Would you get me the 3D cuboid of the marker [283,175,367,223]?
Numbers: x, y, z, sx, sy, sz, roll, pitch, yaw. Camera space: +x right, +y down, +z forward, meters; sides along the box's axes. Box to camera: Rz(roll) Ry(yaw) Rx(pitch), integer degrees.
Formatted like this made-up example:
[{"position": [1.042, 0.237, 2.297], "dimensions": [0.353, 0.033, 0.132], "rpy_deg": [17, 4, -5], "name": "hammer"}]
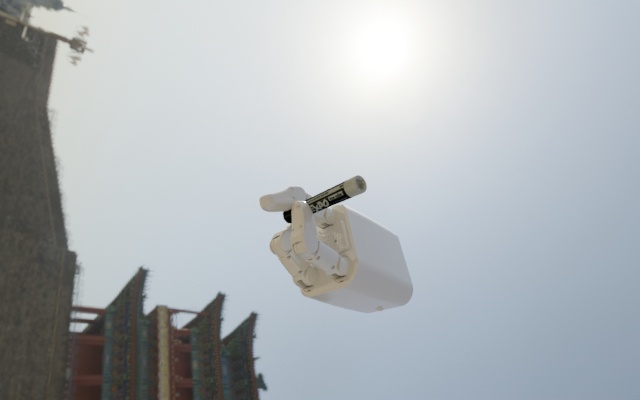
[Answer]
[{"position": [0.000, 0.002, 0.516], "dimensions": [0.020, 0.020, 0.121], "rpy_deg": [0, -18, -44], "name": "marker"}]
